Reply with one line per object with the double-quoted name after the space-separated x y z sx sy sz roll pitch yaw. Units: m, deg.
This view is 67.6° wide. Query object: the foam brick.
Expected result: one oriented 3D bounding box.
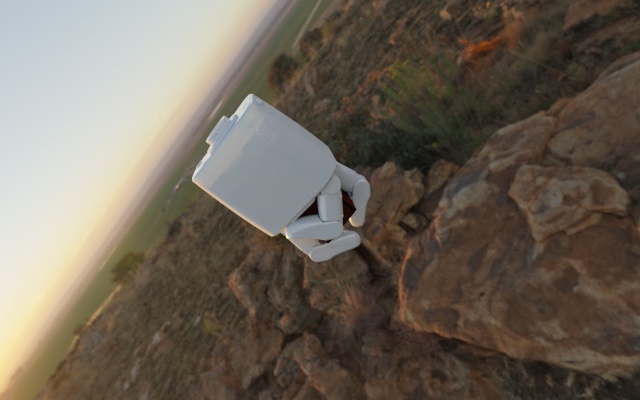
0.000 0.002 0.548 0.051 0.053 0.078 35 12 -18 "foam brick"
